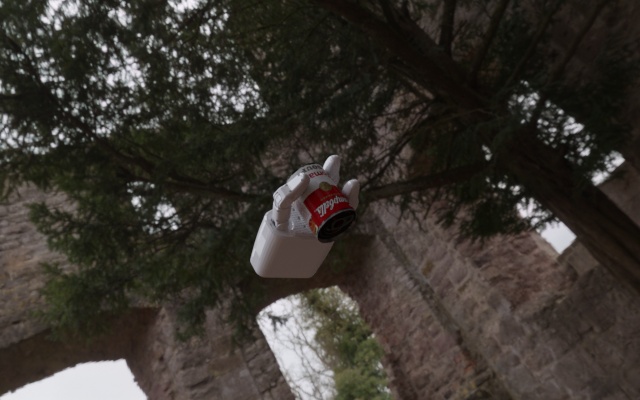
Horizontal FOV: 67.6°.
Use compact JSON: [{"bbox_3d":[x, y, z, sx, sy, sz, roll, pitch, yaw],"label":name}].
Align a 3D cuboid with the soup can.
[{"bbox_3d":[0.000,0.002,0.698,0.068,0.068,0.102,0,44,-43],"label":"soup can"}]
